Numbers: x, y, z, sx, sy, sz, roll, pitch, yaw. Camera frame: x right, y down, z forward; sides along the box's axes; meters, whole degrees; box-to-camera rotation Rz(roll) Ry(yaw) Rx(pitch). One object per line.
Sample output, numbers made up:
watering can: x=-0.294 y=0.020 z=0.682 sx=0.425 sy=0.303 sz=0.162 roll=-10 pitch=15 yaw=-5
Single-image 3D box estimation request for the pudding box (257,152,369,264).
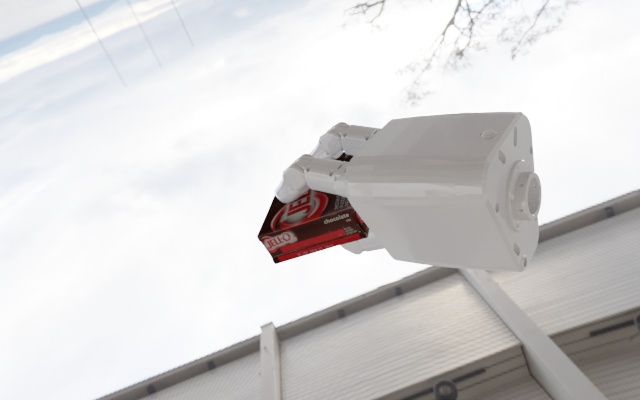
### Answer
pudding box: x=0.000 y=0.002 z=0.437 sx=0.090 sy=0.039 sz=0.113 roll=-18 pitch=26 yaw=19
